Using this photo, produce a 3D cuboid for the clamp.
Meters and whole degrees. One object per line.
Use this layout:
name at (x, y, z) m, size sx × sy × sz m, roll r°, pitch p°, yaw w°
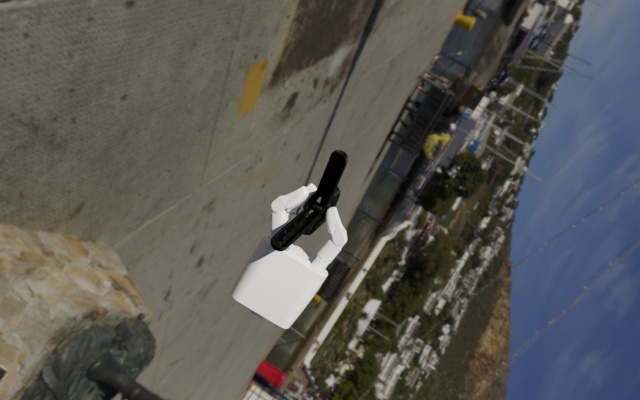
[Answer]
clamp at (0.001, 0.003, 0.740) m, size 0.036 × 0.164 × 0.210 m, roll 36°, pitch 5°, yaw 9°
